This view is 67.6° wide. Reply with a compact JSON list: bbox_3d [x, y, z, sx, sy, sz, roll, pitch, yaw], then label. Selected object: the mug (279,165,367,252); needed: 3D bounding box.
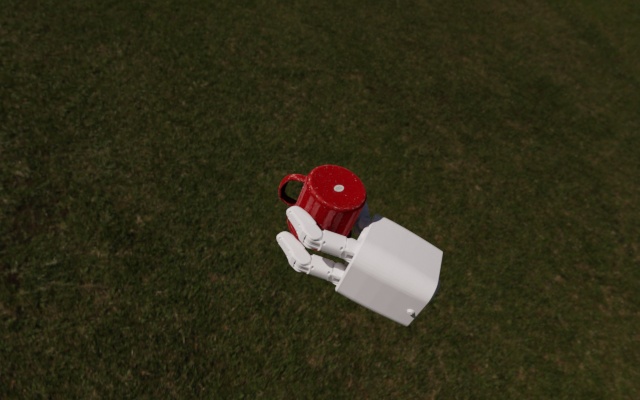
[{"bbox_3d":[-0.001,0.001,0.632,0.117,0.082,0.093,28,44,4],"label":"mug"}]
